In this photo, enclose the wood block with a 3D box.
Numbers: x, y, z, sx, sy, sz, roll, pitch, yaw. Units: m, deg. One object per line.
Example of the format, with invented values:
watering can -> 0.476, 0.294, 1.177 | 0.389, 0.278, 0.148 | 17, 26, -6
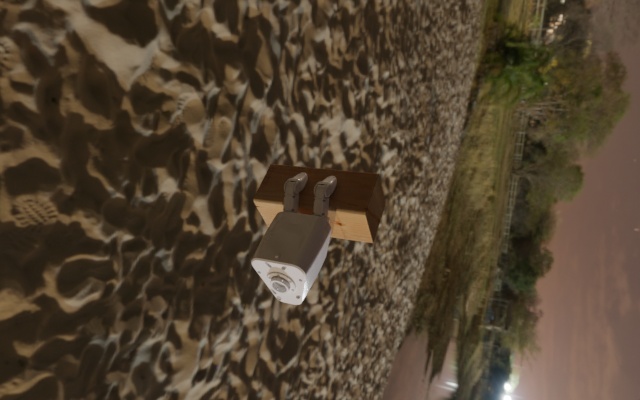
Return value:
wood block -> 0.000, 0.003, 0.850 | 0.206, 0.090, 0.091 | 7, -35, 22
